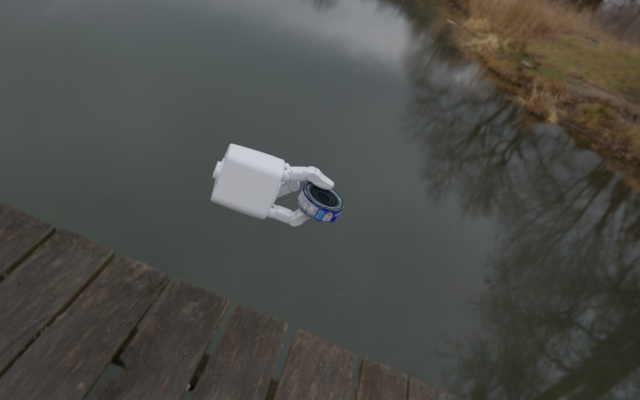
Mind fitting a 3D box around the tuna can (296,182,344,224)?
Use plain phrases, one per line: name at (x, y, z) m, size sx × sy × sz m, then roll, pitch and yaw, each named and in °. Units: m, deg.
tuna can at (0.000, 0.003, 0.892) m, size 0.086 × 0.034 × 0.086 m, roll 23°, pitch 30°, yaw -14°
